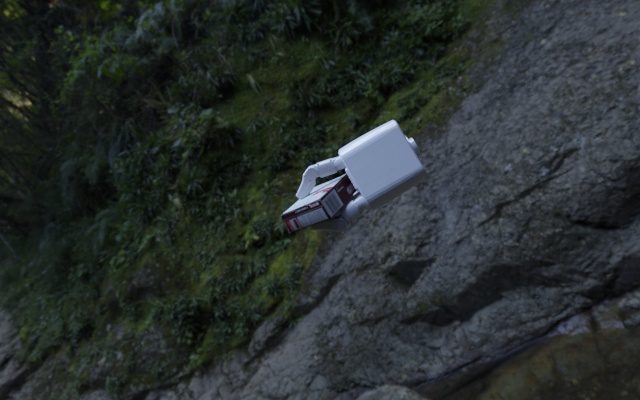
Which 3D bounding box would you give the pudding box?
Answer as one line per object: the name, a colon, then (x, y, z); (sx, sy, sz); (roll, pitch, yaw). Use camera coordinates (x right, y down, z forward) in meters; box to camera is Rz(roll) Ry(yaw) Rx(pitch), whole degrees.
pudding box: (0.000, 0.002, 0.796); (0.090, 0.039, 0.113); (-23, 11, 37)
